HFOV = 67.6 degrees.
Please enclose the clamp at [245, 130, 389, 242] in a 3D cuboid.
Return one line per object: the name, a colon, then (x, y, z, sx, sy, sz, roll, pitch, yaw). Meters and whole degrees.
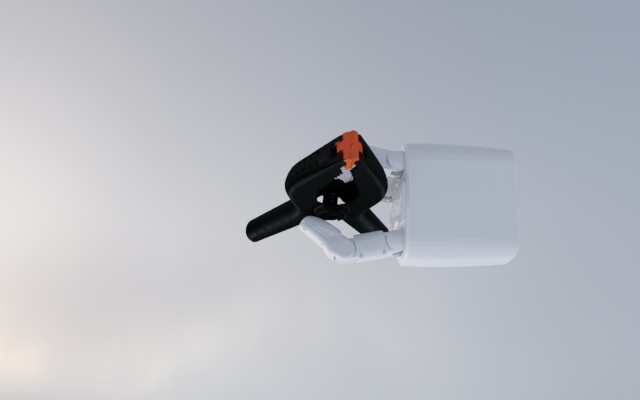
clamp: (0.000, 0.002, 0.468, 0.164, 0.036, 0.210, -1, -26, -2)
